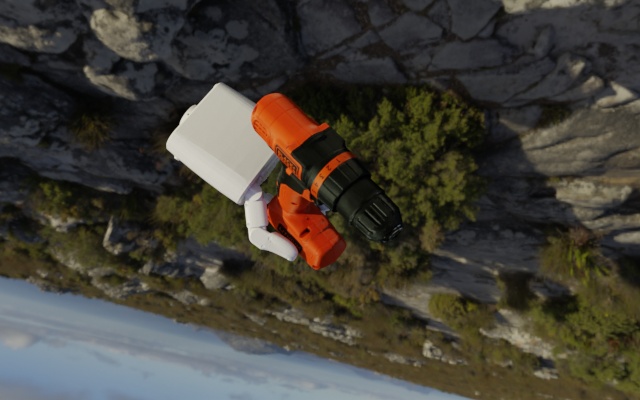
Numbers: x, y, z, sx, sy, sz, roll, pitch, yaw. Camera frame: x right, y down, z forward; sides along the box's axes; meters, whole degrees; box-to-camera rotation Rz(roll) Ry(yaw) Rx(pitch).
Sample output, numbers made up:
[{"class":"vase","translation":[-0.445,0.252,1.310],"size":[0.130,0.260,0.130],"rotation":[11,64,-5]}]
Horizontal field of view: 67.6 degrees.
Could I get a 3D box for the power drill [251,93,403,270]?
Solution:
[{"class":"power drill","translation":[0.000,0.002,0.499],"size":[0.057,0.184,0.188],"rotation":[-34,-22,-23]}]
